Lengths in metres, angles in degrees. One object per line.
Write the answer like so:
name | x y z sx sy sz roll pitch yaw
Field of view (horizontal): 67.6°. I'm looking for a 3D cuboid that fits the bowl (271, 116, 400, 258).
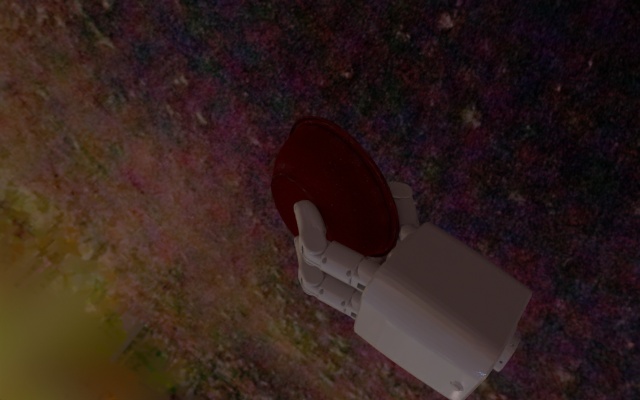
bowl | -0.001 0.001 0.470 0.055 0.162 0.162 -33 15 -25
